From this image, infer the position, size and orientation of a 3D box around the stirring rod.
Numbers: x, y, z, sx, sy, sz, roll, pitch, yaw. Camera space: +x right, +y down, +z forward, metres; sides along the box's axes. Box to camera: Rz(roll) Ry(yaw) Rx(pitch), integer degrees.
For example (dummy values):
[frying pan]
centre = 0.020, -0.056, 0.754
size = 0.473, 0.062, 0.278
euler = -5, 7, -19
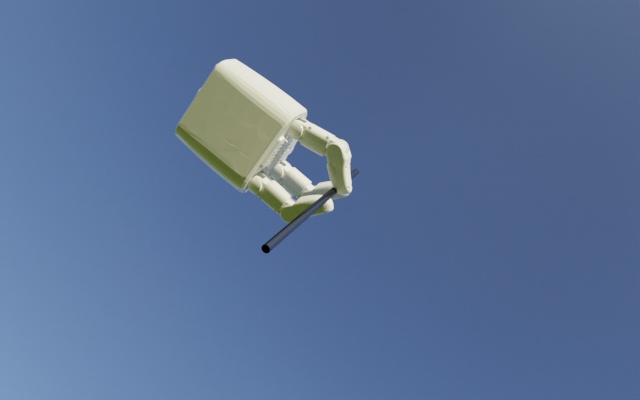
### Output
[stirring rod]
centre = 0.000, 0.002, 0.493
size = 0.011, 0.011, 0.239
euler = 0, 18, 23
